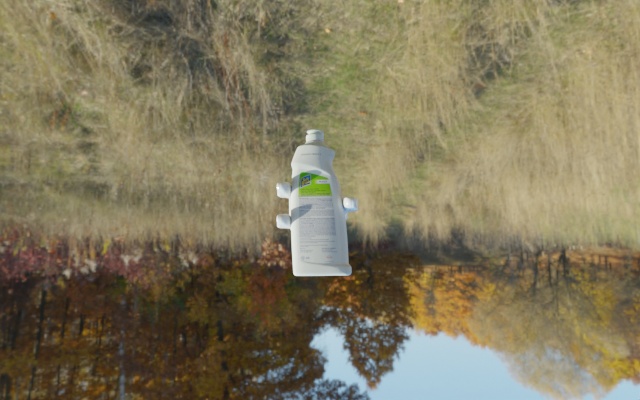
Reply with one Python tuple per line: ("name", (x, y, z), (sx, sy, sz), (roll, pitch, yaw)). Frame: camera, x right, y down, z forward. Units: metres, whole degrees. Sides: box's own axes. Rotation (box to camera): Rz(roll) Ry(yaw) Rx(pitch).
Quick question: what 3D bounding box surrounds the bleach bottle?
("bleach bottle", (0.000, 0.003, 0.824), (0.102, 0.251, 0.068), (0, -8, -1))
